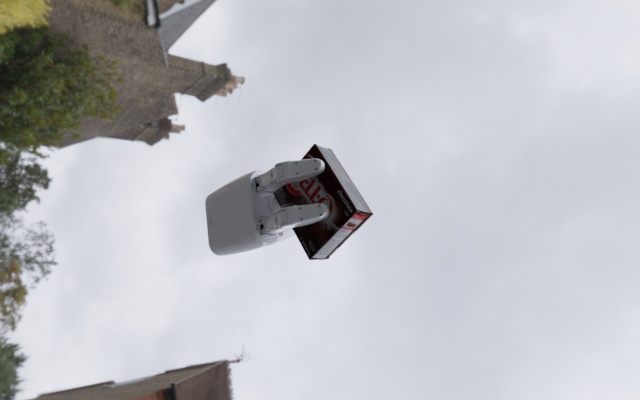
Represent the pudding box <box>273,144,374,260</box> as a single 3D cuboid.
[{"bbox_3d":[0.000,0.002,0.580,0.039,0.113,0.090,7,-47,-49],"label":"pudding box"}]
